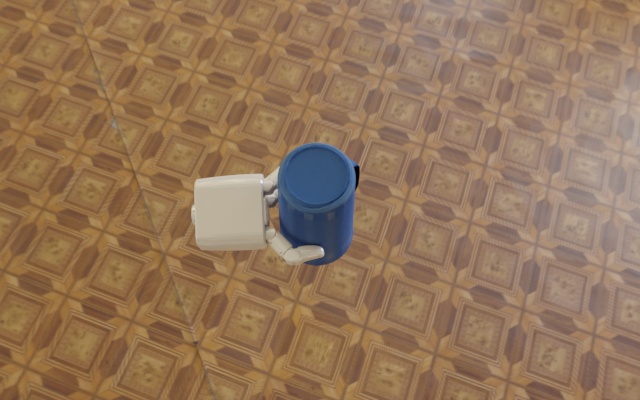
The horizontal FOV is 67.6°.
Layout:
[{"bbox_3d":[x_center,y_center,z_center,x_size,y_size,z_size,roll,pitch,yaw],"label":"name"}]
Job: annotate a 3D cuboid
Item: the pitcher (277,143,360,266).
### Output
[{"bbox_3d":[0.000,0.003,0.758,0.145,0.149,0.243,-3,-22,-2],"label":"pitcher"}]
